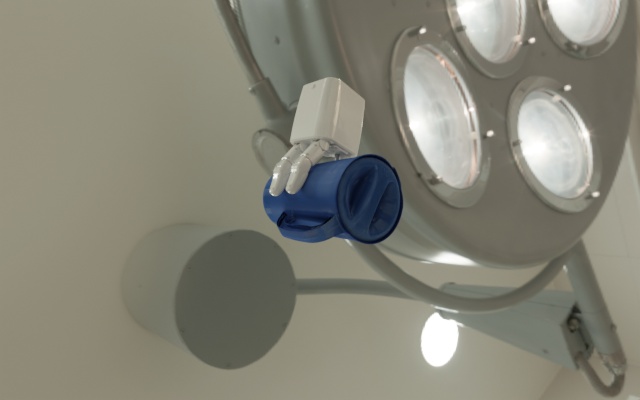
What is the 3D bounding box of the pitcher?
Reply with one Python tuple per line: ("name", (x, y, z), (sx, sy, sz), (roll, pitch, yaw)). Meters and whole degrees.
("pitcher", (0.000, 0.002, 0.786), (0.149, 0.145, 0.243), (15, -9, -36))
